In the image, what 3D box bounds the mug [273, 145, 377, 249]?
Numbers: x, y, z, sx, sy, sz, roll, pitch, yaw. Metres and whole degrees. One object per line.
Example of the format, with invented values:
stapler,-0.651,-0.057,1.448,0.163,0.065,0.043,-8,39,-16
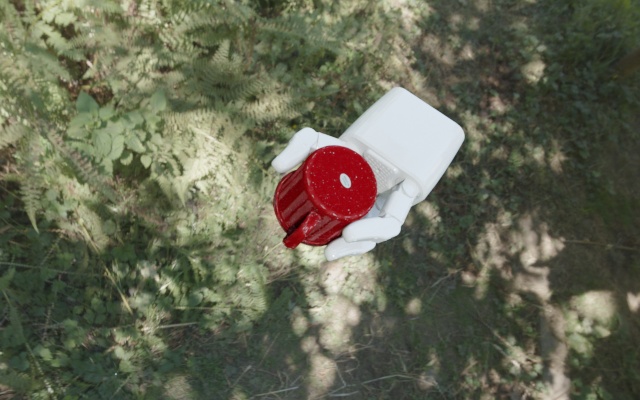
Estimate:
mug,-0.001,0.002,0.493,0.093,0.117,0.081,42,-30,-5
